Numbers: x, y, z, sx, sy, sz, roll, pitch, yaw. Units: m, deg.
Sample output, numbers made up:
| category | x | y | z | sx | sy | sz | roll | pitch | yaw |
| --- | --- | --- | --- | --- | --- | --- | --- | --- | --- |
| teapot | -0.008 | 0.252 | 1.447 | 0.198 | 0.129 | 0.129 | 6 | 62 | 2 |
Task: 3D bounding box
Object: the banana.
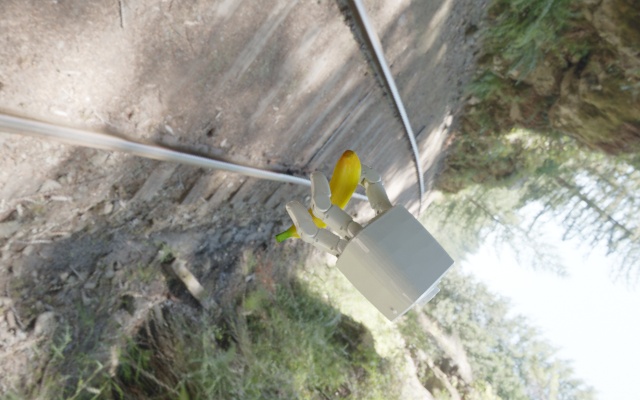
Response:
| category | x | y | z | sx | sy | sz | roll | pitch | yaw |
| --- | --- | --- | --- | --- | --- | --- | --- | --- | --- |
| banana | 0.010 | 0.000 | 0.661 | 0.069 | 0.037 | 0.198 | -19 | -25 | -48 |
